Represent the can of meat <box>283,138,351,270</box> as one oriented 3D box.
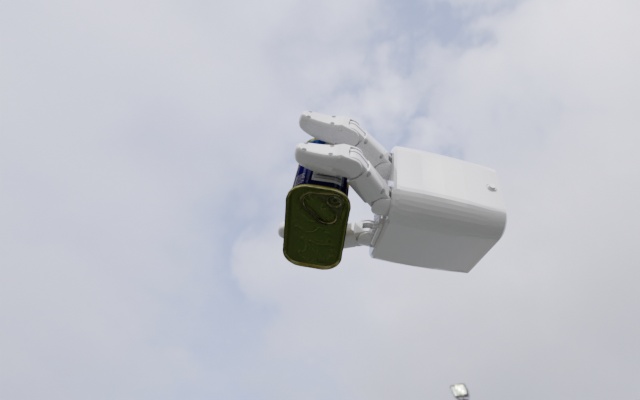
[{"bbox_3d":[0.000,0.001,0.466,0.057,0.102,0.084,9,41,2],"label":"can of meat"}]
